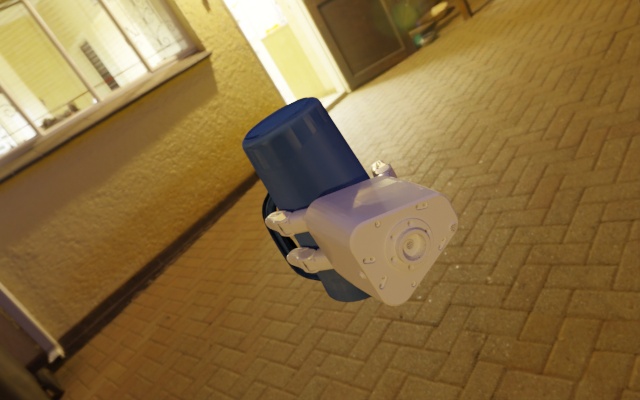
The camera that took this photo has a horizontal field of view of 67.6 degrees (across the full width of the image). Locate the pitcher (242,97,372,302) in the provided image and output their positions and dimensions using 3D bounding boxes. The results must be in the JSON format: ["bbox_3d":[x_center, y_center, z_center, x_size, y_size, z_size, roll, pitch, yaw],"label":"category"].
[{"bbox_3d":[0.000,0.002,0.606,0.149,0.243,0.145,-36,21,-11],"label":"pitcher"}]
